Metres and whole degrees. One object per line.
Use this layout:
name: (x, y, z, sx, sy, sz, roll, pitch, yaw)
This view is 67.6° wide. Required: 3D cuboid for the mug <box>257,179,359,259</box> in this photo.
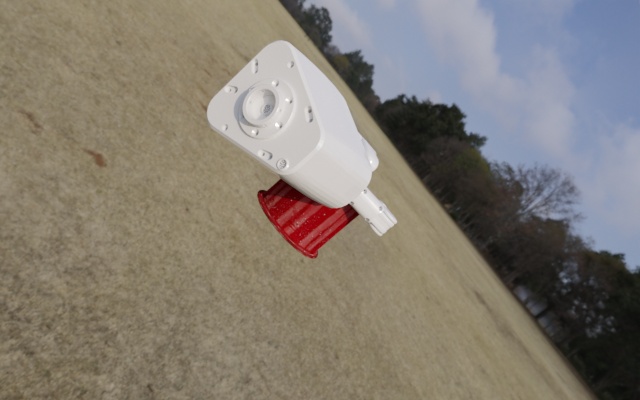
mug: (0.001, 0.002, 0.508, 0.081, 0.093, 0.117, -41, -24, 10)
